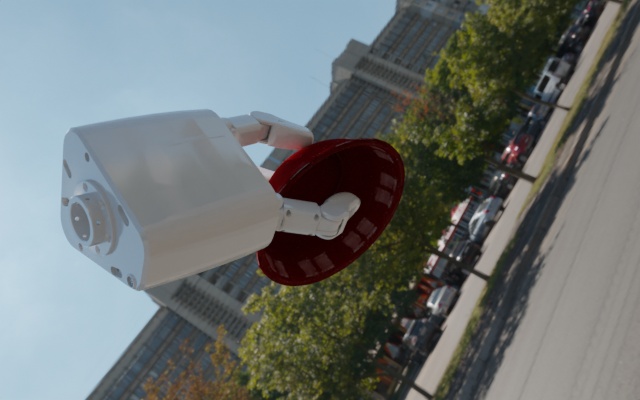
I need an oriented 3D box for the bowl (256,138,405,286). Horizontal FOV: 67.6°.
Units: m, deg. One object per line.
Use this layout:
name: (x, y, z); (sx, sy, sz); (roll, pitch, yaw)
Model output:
bowl: (0.001, 0.001, 0.445); (0.162, 0.162, 0.055); (0, 34, -42)
